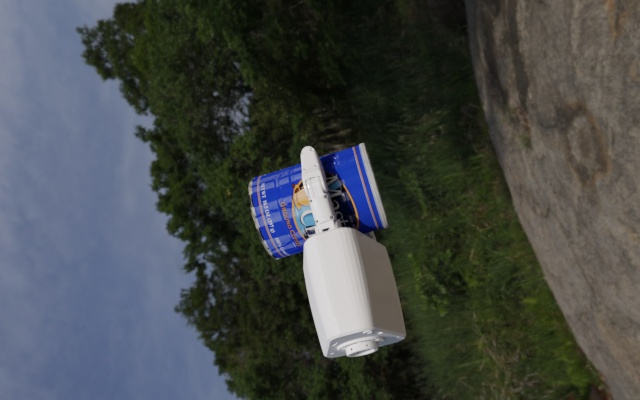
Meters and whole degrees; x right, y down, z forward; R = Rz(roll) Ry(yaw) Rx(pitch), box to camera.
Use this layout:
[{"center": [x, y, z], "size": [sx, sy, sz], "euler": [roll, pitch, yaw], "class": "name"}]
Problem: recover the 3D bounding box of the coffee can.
[{"center": [0.000, 0.002, 0.563], "size": [0.140, 0.103, 0.103], "euler": [-17, -2, 8], "class": "coffee can"}]
